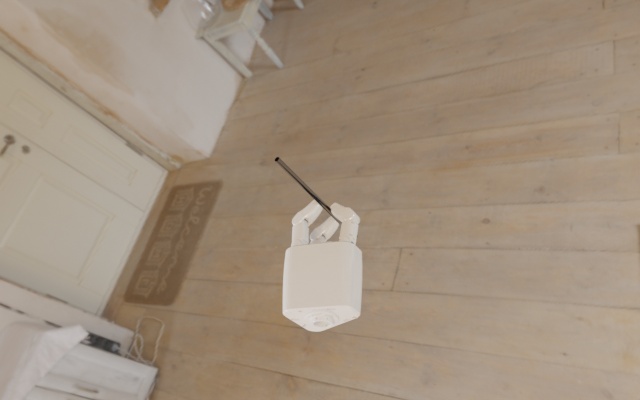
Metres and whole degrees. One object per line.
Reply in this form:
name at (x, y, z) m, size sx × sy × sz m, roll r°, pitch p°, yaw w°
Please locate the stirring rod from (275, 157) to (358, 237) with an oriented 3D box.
stirring rod at (0.000, 0.003, 0.769) m, size 0.011 × 0.011 × 0.240 m, roll 0°, pitch -31°, yaw 38°
